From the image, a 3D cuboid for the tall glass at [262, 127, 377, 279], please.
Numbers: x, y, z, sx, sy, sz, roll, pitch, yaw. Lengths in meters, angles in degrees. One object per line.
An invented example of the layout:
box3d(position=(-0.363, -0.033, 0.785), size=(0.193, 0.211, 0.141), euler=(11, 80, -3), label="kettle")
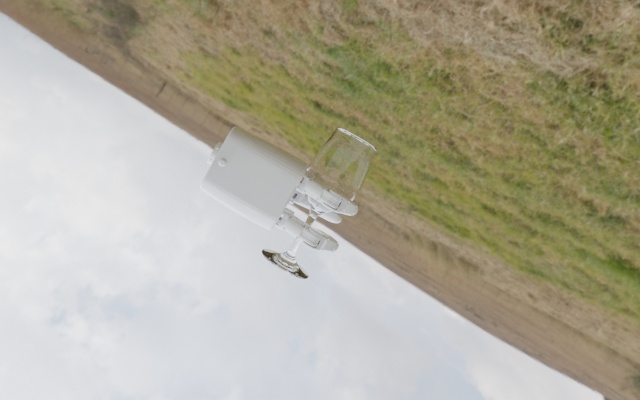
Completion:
box3d(position=(0.000, 0.003, 0.651), size=(0.079, 0.201, 0.079), euler=(30, 5, -3), label="tall glass")
